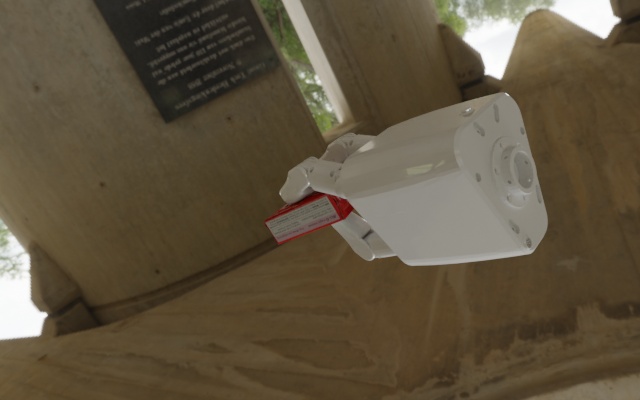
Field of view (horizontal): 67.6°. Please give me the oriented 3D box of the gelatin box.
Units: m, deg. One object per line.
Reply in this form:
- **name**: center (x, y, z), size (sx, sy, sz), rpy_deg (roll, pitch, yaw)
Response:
- **gelatin box**: center (0.000, 0.002, 0.453), size (0.089, 0.030, 0.073), rpy_deg (-24, 12, 39)
